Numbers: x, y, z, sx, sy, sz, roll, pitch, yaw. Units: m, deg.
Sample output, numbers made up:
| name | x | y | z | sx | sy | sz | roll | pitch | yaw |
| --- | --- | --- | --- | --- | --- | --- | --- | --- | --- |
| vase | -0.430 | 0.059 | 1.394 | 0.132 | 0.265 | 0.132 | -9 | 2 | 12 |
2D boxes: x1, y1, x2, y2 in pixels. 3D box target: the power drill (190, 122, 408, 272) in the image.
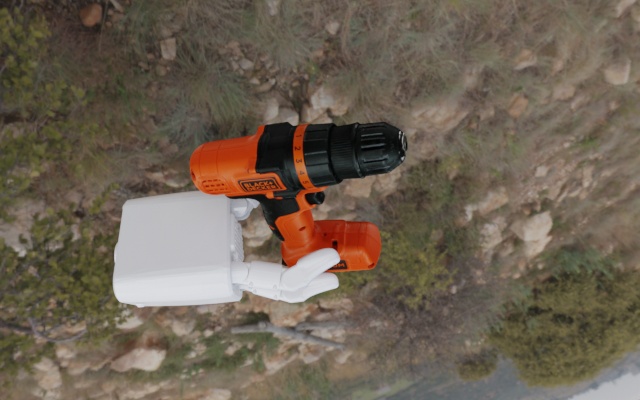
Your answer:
| name | x | y | z | sx | sy | sz | roll | pitch | yaw |
| --- | --- | --- | --- | --- | --- | --- | --- | --- | --- |
| power drill | 0.000 | 0.002 | 0.443 | 0.184 | 0.057 | 0.188 | -3 | -36 | 20 |
